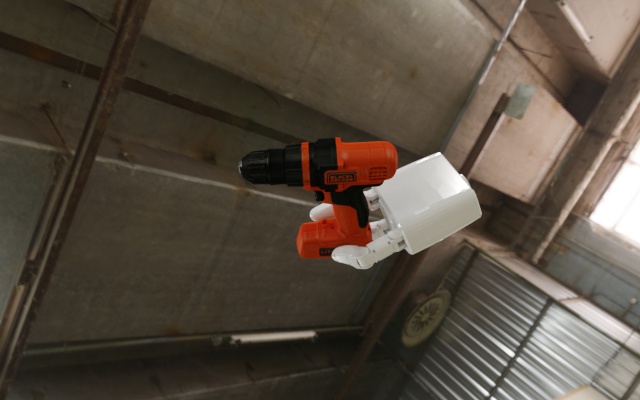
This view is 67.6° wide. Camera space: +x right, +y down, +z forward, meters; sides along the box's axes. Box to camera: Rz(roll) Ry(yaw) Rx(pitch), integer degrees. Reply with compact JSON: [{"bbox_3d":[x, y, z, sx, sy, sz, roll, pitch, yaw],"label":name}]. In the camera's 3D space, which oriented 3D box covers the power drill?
[{"bbox_3d":[0.000,0.002,0.609,0.184,0.057,0.188,-2,-39,1],"label":"power drill"}]
